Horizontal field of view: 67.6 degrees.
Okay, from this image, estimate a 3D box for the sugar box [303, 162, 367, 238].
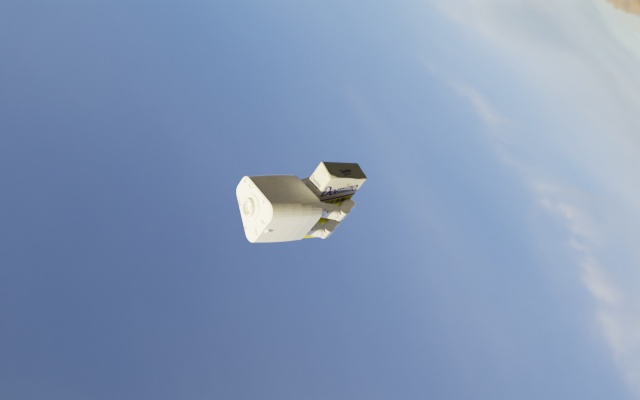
[{"bbox_3d":[0.000,0.003,0.890,0.093,0.048,0.176,-2,-36,-41],"label":"sugar box"}]
